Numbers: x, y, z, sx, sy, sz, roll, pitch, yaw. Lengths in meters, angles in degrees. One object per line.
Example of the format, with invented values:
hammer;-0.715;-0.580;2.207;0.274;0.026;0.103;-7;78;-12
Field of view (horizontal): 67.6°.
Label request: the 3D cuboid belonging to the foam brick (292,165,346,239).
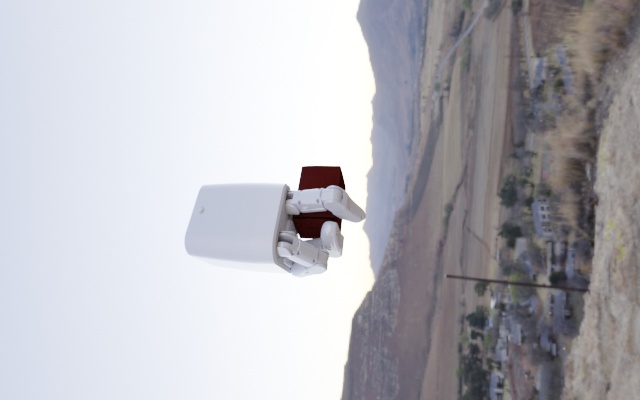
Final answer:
foam brick;0.000;0.002;0.586;0.051;0.078;0.053;1;-34;12
